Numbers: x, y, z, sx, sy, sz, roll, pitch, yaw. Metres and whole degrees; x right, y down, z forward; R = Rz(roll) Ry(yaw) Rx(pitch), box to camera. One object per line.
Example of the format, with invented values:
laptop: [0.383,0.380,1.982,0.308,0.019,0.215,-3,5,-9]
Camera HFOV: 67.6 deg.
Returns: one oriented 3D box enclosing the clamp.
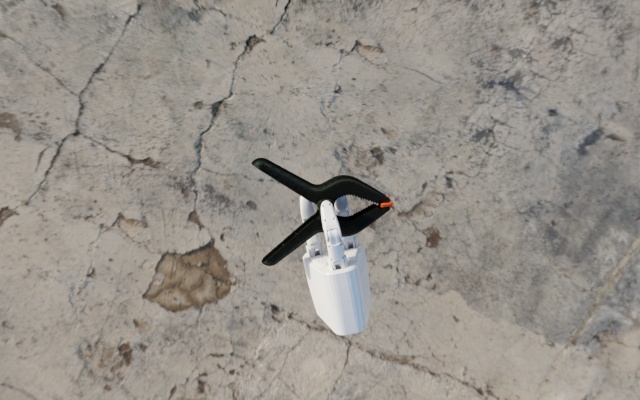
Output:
clamp: [0.001,0.003,0.707,0.210,0.164,0.036,-12,17,-3]
